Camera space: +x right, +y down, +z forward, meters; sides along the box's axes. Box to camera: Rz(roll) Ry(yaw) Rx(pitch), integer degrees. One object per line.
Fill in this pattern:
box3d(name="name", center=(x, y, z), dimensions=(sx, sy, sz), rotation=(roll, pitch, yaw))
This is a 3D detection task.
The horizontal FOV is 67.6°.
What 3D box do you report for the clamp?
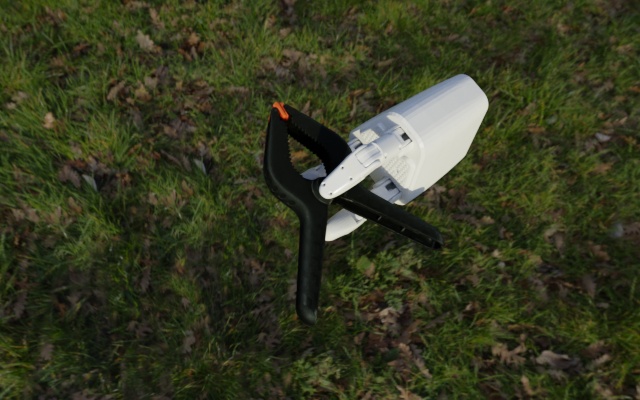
box3d(name="clamp", center=(0.000, 0.001, 0.452), dimensions=(0.164, 0.210, 0.036), rotation=(-33, -9, -26))
